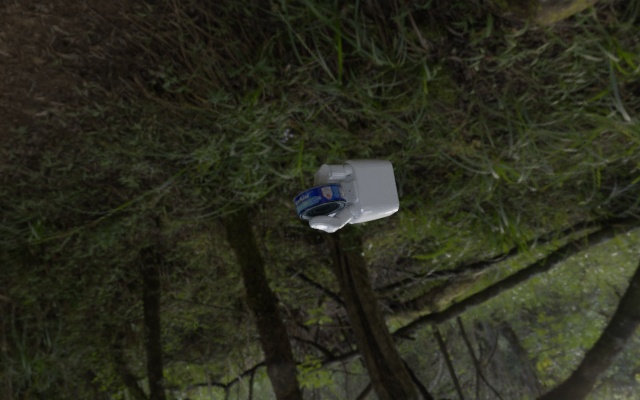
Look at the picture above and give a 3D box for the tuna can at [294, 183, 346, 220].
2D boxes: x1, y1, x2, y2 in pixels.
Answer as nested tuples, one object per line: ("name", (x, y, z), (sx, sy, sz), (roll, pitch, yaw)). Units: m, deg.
("tuna can", (0.000, 0.003, 0.810), (0.086, 0.033, 0.086), (-15, -16, -4))
